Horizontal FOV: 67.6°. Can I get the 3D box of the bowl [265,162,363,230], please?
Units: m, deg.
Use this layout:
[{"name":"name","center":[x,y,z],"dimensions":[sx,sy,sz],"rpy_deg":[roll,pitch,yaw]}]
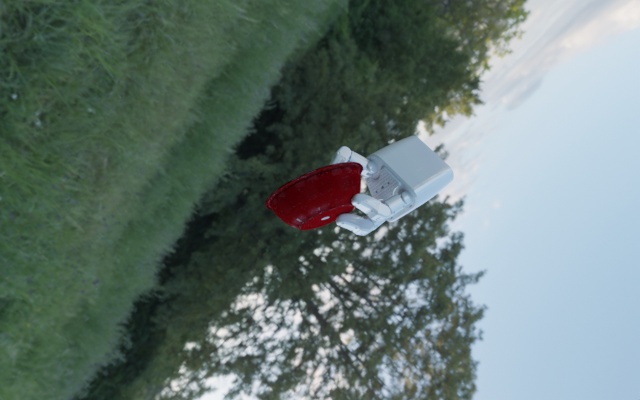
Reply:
[{"name":"bowl","center":[-0.001,0.003,0.729],"dimensions":[0.162,0.055,0.162],"rpy_deg":[-20,-14,-5]}]
